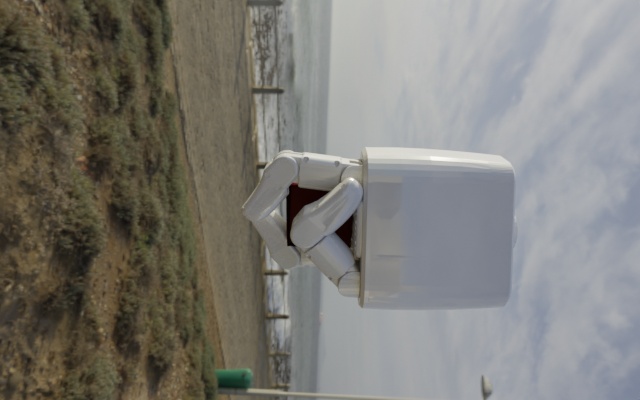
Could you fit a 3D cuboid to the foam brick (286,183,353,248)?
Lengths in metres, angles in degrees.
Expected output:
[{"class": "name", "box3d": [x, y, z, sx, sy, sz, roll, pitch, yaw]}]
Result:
[{"class": "foam brick", "box3d": [0.000, 0.001, 0.401, 0.051, 0.053, 0.078, 1, 19, 1]}]
